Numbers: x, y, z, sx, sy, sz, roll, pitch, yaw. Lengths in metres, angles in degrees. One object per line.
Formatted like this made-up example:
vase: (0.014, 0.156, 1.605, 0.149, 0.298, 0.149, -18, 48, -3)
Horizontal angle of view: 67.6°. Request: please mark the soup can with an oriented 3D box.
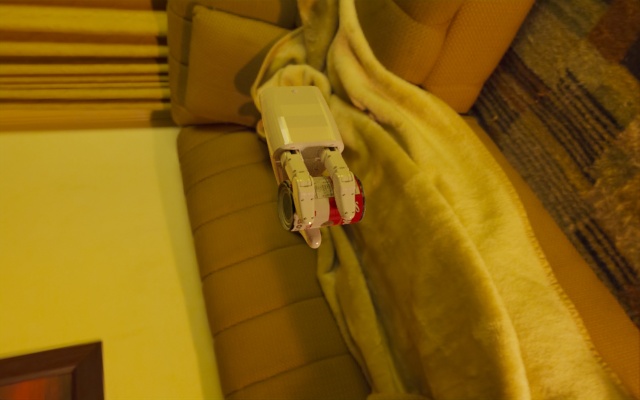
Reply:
soup can: (0.000, 0.003, 0.637, 0.102, 0.068, 0.068, -7, 2, -21)
